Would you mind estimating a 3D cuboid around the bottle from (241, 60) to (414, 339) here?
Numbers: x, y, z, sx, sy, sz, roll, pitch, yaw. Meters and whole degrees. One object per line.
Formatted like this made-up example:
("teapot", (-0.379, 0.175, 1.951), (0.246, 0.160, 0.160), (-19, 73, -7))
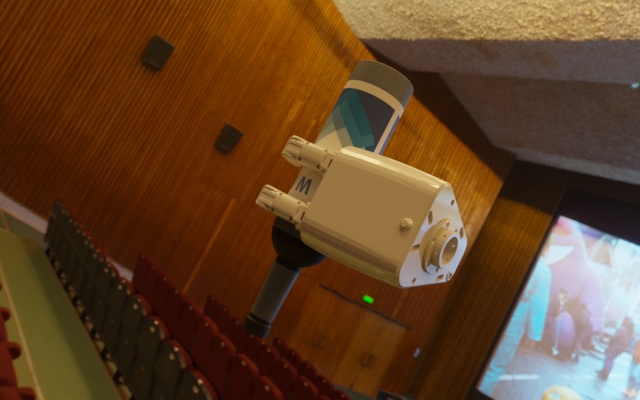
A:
("bottle", (0.000, 0.001, 0.489), (0.069, 0.295, 0.069), (27, -4, 2))
